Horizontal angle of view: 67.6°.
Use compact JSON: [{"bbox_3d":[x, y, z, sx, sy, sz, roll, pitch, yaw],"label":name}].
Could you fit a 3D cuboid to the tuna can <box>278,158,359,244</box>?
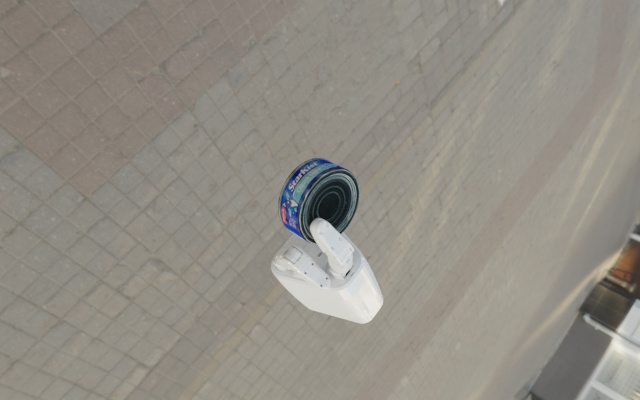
[{"bbox_3d":[0.000,0.002,0.493,0.086,0.086,0.033,0,21,-45],"label":"tuna can"}]
